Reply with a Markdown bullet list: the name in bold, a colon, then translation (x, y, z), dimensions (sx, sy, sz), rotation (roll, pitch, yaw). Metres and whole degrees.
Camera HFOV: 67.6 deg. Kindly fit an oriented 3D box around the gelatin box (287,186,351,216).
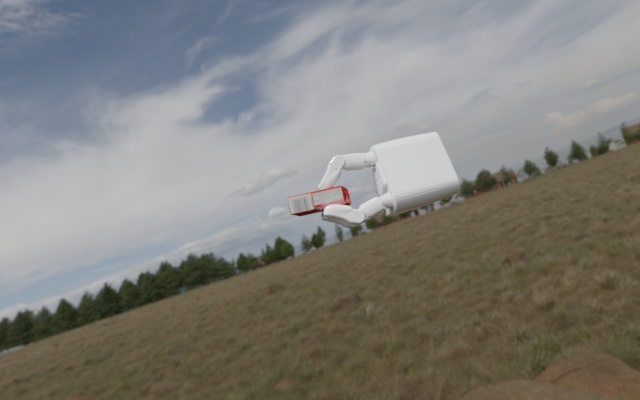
- **gelatin box**: translation (0.000, 0.002, 0.743), dimensions (0.089, 0.030, 0.073), rotation (-12, -5, 7)
